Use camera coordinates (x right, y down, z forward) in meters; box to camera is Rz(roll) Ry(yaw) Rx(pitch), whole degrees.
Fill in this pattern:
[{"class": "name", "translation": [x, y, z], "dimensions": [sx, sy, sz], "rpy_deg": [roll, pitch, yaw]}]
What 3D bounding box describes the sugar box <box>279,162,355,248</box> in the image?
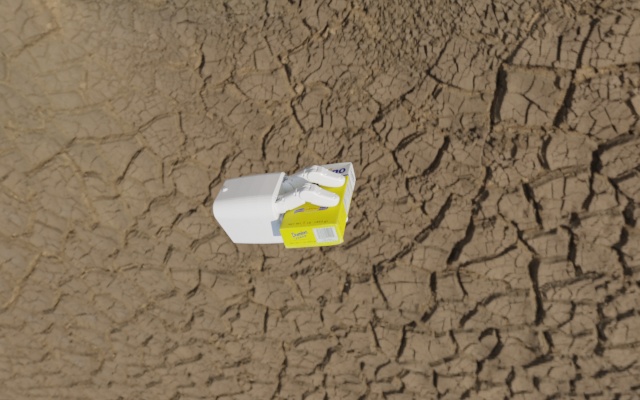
[{"class": "sugar box", "translation": [0.000, 0.002, 0.779], "dimensions": [0.093, 0.048, 0.176], "rpy_deg": [-6, 37, 15]}]
